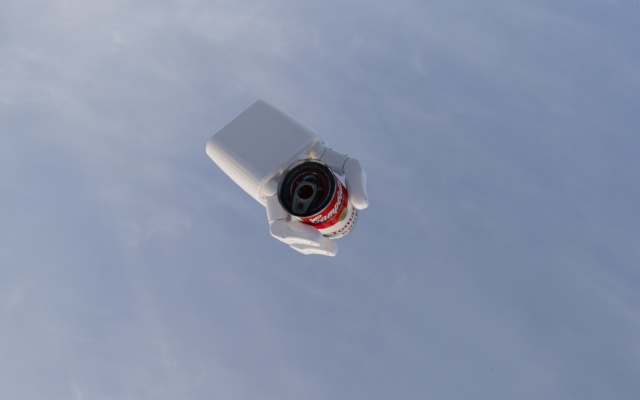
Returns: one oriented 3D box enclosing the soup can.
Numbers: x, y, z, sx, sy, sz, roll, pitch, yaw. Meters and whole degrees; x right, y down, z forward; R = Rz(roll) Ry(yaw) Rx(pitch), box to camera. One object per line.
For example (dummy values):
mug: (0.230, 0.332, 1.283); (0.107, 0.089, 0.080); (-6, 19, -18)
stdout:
soup can: (0.001, 0.002, 0.556); (0.068, 0.068, 0.102); (0, -18, 20)
